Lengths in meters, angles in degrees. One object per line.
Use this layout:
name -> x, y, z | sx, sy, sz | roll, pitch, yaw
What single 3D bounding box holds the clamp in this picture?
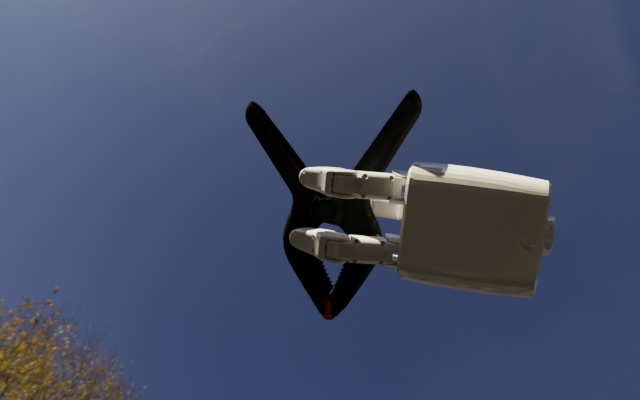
clamp -> 0.001, 0.002, 0.440 | 0.164, 0.210, 0.036 | 8, 8, 21
